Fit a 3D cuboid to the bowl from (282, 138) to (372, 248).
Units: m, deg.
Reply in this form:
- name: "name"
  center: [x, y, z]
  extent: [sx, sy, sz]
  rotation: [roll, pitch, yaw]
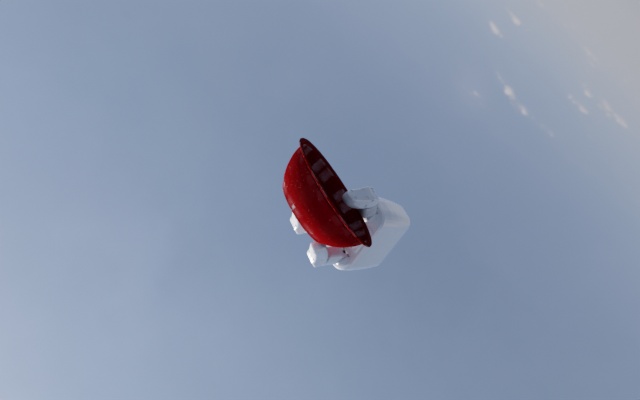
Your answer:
- name: "bowl"
  center: [-0.001, 0.002, 0.606]
  extent: [0.055, 0.162, 0.162]
  rotation: [-32, -7, 11]
